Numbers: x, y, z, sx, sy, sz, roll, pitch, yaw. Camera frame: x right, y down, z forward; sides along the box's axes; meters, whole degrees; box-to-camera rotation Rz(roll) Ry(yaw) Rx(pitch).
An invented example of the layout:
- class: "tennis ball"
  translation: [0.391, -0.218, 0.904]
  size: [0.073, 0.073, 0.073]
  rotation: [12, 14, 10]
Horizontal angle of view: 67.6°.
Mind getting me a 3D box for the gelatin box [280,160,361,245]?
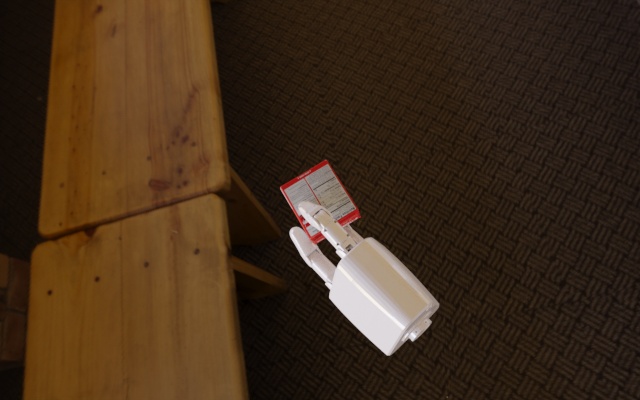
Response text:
- class: "gelatin box"
  translation: [0.000, 0.002, 0.631]
  size: [0.073, 0.089, 0.030]
  rotation: [-31, -22, 0]
